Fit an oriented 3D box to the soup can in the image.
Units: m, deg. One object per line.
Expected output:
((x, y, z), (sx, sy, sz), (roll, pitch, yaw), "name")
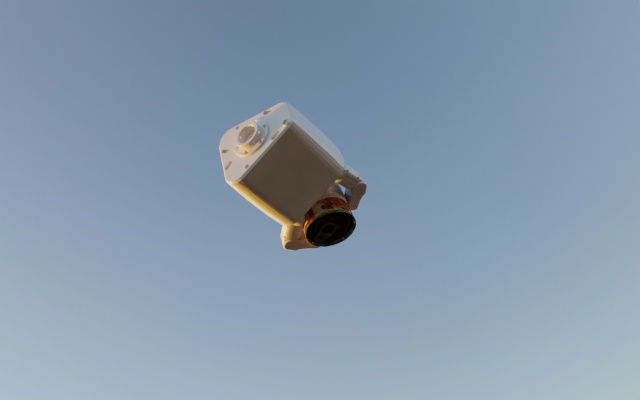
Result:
((0.000, 0.002, 0.643), (0.068, 0.102, 0.069), (-11, -42, -10), "soup can")
